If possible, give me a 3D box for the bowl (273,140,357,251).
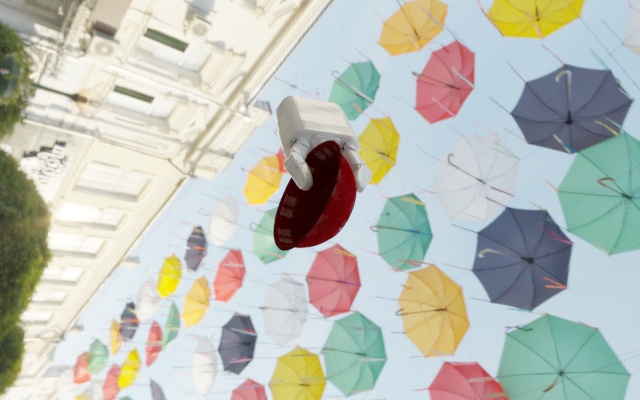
[{"bbox_3d":[0.000,0.003,0.647,0.055,0.162,0.162,27,-12,-23],"label":"bowl"}]
